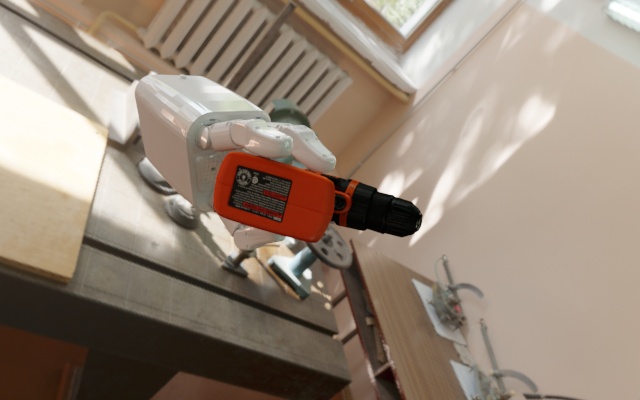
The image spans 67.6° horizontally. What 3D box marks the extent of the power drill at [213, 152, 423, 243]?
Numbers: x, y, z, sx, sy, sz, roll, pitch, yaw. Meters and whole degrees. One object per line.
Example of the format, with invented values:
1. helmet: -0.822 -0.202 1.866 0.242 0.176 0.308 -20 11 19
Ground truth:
1. power drill: 0.000 0.001 0.457 0.184 0.057 0.187 14 3 16
